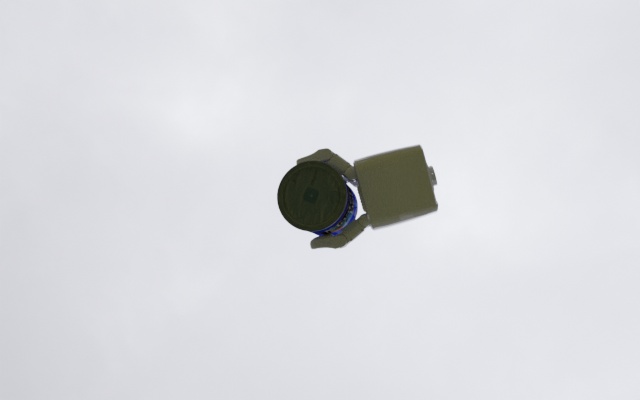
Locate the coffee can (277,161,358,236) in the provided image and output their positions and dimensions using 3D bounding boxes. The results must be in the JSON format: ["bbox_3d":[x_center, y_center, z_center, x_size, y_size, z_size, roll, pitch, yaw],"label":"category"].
[{"bbox_3d":[0.000,0.003,0.748,0.103,0.103,0.140,0,-8,11],"label":"coffee can"}]
